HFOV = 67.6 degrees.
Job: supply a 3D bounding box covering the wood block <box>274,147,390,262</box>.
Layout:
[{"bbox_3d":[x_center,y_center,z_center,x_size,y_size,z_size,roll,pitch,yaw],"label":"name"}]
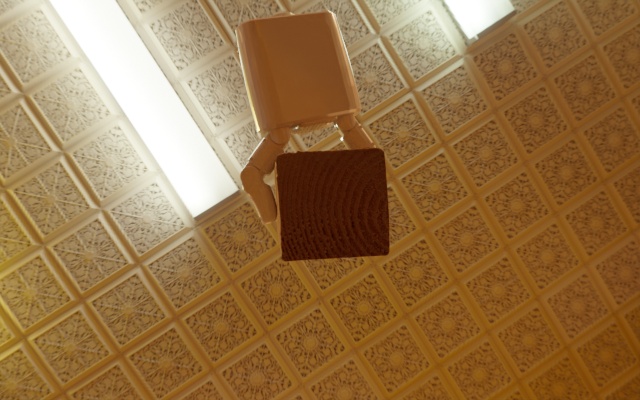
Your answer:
[{"bbox_3d":[0.000,0.001,0.485,0.091,0.090,0.206,-4,2,-6],"label":"wood block"}]
